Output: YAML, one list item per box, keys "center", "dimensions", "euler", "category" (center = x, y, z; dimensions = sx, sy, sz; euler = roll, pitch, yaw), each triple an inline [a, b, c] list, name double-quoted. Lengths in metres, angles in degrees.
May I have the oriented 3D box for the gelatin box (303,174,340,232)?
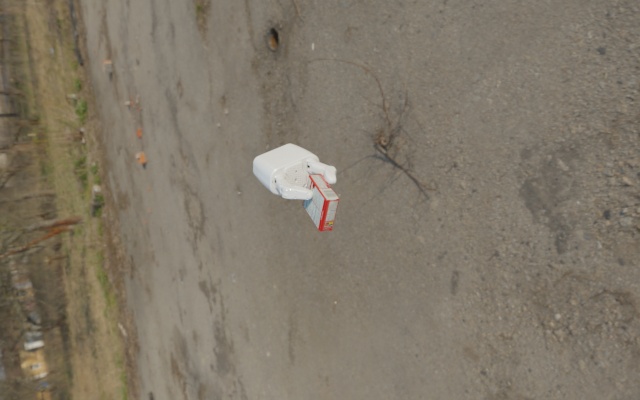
- center: [0.000, 0.003, 0.899]
  dimensions: [0.030, 0.073, 0.089]
  euler: [-6, 37, -25]
  category: "gelatin box"
